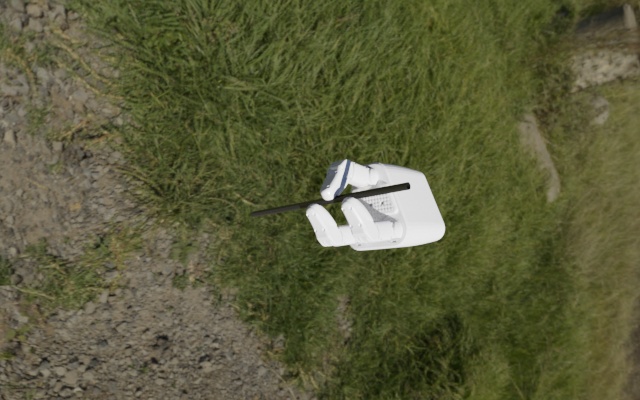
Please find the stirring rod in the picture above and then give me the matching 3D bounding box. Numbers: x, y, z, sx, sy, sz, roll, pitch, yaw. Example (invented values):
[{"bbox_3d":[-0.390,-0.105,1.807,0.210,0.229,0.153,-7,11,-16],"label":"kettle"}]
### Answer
[{"bbox_3d":[0.000,0.002,0.564,0.239,0.011,0.011,-11,-7,41],"label":"stirring rod"}]
